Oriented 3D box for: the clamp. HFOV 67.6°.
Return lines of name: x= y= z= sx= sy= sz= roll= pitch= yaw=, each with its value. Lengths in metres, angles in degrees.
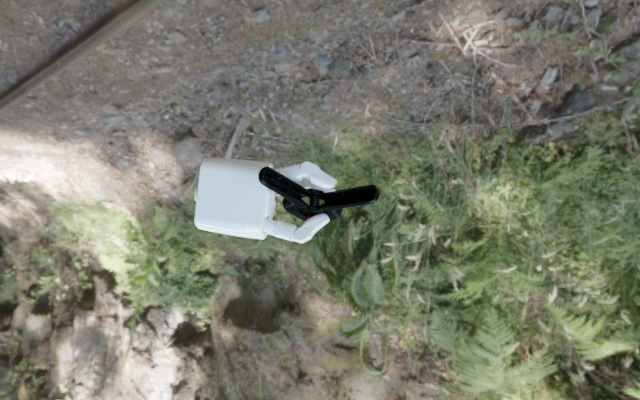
clamp: x=0.000 y=0.003 z=0.725 sx=0.164 sy=0.036 sz=0.210 roll=9 pitch=-15 yaw=4
